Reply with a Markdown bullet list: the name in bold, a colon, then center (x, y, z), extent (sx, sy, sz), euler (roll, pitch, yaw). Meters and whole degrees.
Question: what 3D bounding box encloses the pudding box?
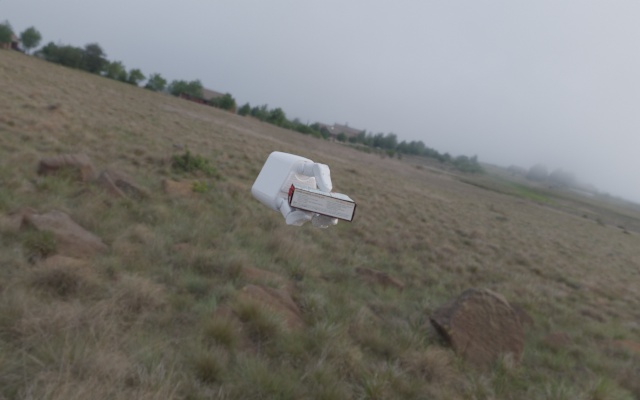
- **pudding box**: center (0.000, 0.003, 0.833), extent (0.113, 0.039, 0.090), euler (12, 6, -7)
